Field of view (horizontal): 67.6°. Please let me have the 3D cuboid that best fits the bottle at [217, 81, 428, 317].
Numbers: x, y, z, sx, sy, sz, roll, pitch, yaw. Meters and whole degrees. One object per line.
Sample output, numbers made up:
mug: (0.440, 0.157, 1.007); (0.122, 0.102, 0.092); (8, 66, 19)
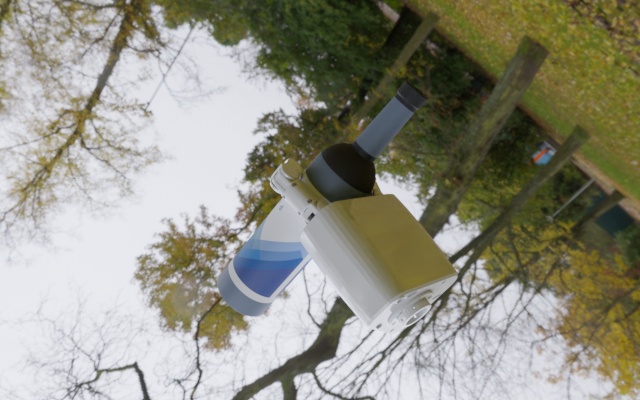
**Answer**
bottle: (0.000, 0.002, 0.495); (0.069, 0.296, 0.069); (35, 21, -16)
